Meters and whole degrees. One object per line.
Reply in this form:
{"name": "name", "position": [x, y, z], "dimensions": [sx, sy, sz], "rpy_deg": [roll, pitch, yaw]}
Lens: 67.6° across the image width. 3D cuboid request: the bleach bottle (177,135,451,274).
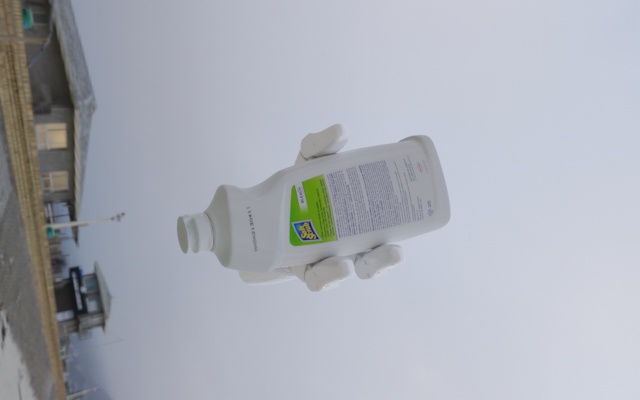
{"name": "bleach bottle", "position": [0.000, 0.001, 0.425], "dimensions": [0.251, 0.102, 0.068], "rpy_deg": [-9, -9, -31]}
